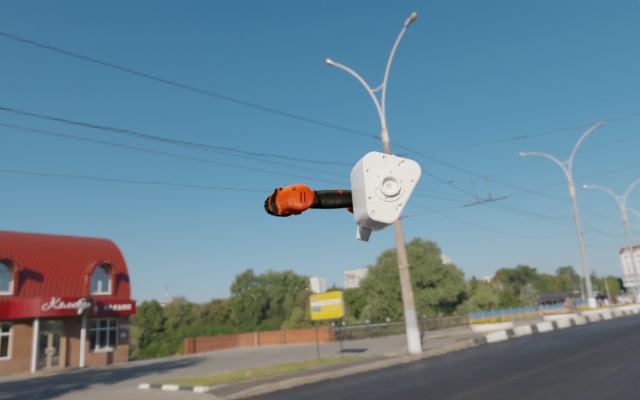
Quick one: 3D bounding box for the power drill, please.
[{"bbox_3d":[0.001,0.003,0.877,0.187,0.057,0.184,-3,-3,-22],"label":"power drill"}]
